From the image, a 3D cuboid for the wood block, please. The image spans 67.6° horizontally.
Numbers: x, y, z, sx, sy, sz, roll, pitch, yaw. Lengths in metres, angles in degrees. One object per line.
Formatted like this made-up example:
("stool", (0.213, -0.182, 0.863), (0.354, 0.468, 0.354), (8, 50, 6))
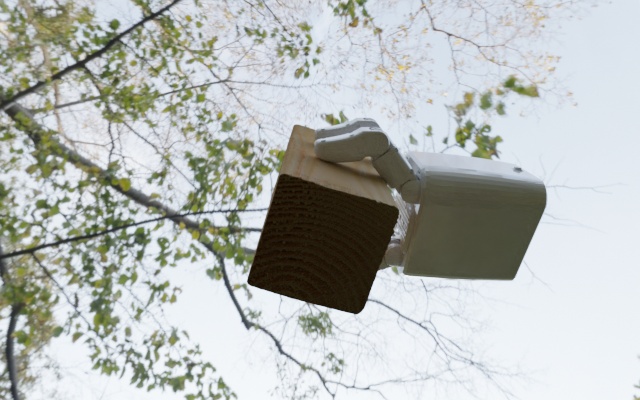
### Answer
("wood block", (0.000, 0.002, 0.432), (0.090, 0.091, 0.206), (16, 17, -6))
